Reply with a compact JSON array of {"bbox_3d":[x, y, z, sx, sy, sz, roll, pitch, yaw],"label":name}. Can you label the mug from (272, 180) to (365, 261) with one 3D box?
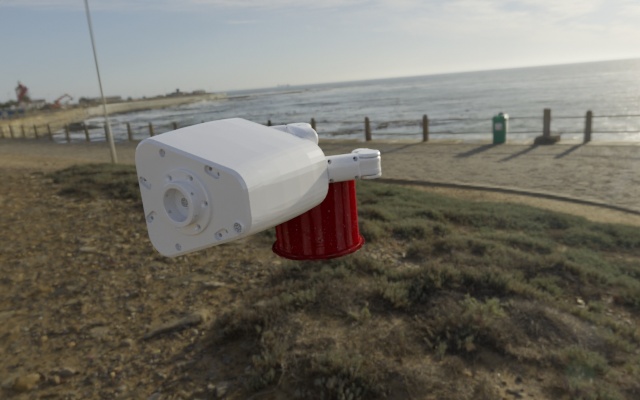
[{"bbox_3d":[0.001,0.001,0.479,0.093,0.081,0.117,3,16,28],"label":"mug"}]
